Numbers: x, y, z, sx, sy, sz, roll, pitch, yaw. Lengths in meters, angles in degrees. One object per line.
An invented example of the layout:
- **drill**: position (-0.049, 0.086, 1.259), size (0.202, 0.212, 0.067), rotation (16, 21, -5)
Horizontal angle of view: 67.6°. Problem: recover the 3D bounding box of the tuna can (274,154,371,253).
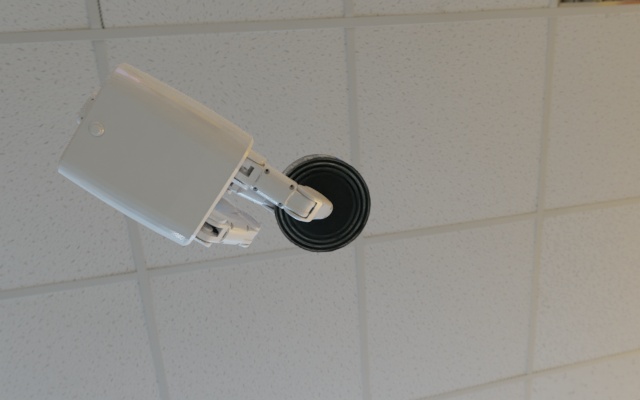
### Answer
- **tuna can**: position (0.000, 0.001, 0.433), size (0.086, 0.086, 0.033), rotation (0, 13, -8)
